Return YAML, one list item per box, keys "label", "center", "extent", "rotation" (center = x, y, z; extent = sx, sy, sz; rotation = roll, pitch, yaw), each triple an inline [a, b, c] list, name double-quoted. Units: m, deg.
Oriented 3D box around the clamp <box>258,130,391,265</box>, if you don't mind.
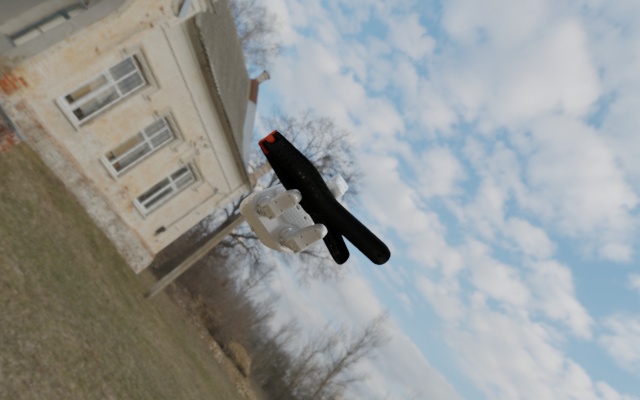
- label: "clamp"
  center: [0.000, 0.001, 0.596]
  extent: [0.036, 0.210, 0.164]
  rotation: [-39, 11, -17]
